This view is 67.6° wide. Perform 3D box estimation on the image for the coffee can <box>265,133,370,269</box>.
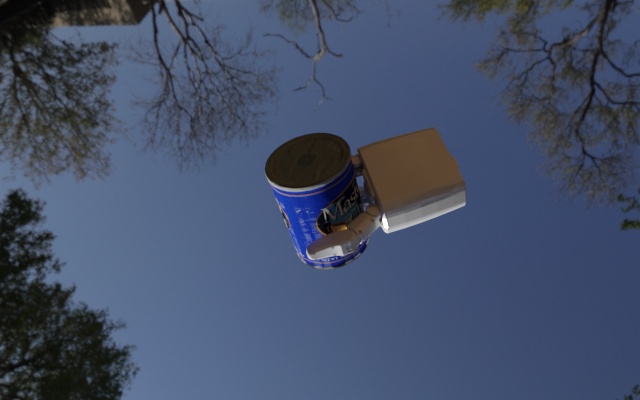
[{"bbox_3d":[0.000,0.002,0.597,0.103,0.140,0.102,-10,41,9],"label":"coffee can"}]
